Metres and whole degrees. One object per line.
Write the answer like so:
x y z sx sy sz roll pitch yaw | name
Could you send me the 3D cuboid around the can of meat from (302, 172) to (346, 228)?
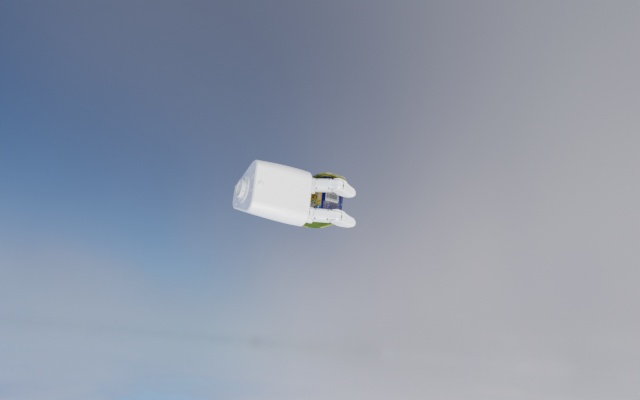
0.000 0.003 0.898 0.057 0.084 0.102 15 -20 -29 | can of meat
